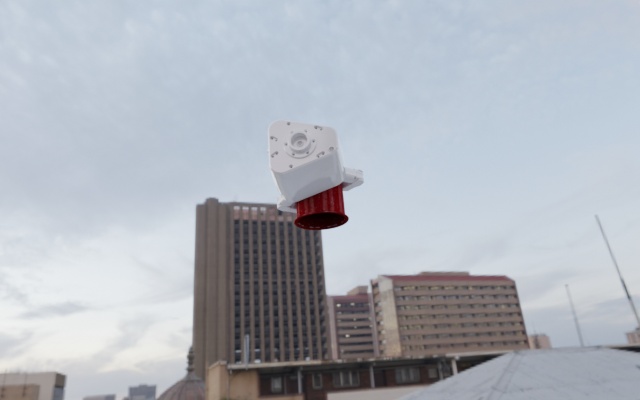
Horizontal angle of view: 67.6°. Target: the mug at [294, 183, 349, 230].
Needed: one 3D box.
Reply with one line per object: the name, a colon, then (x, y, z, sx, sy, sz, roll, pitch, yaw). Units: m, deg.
mug: (0.000, 0.003, 0.833, 0.093, 0.081, 0.117, -6, -22, 3)
